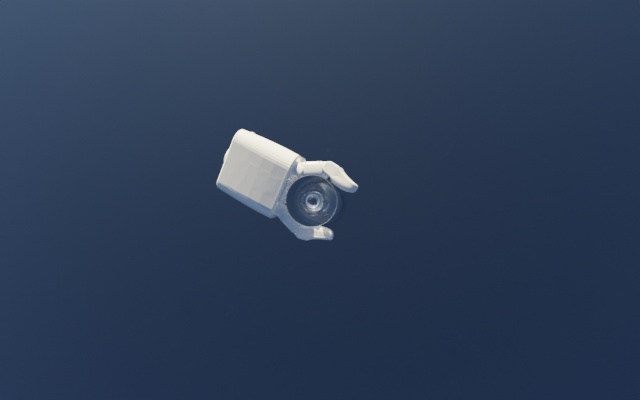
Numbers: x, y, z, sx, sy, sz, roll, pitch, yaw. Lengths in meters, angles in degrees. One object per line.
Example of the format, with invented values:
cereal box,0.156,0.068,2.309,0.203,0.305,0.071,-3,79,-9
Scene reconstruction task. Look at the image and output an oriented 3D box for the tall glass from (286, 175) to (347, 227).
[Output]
tall glass,0.000,0.003,0.776,0.079,0.079,0.201,0,-1,8
